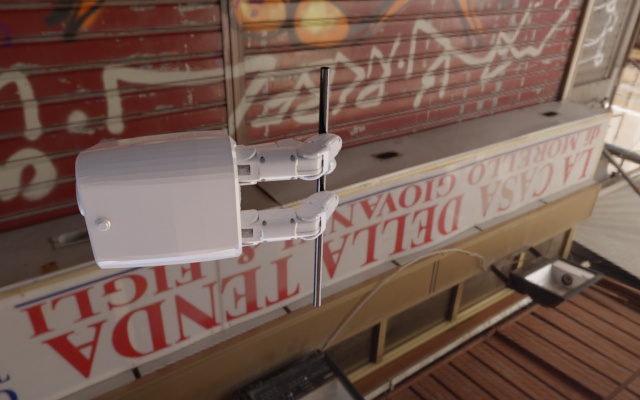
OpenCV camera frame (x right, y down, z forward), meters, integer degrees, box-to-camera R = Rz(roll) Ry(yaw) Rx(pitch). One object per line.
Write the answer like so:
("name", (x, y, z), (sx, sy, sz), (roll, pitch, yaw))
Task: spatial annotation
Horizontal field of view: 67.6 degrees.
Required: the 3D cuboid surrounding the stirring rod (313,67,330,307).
("stirring rod", (0.000, 0.001, 0.432), (0.011, 0.240, 0.011), (2, 29, -1))
